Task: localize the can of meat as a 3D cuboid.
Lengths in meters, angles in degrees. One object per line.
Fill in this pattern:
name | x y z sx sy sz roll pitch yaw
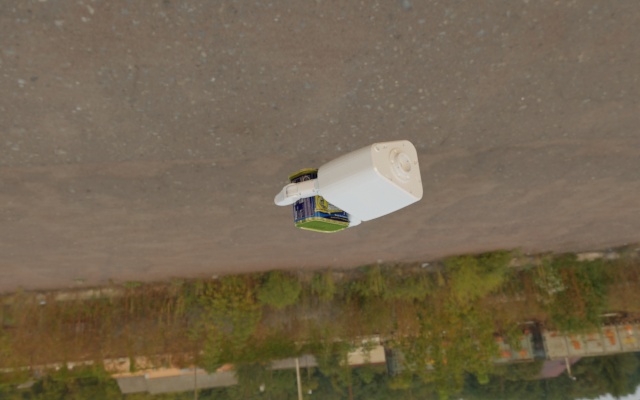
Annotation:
can of meat | 0.000 0.003 0.769 0.057 0.084 0.102 -21 -23 39
